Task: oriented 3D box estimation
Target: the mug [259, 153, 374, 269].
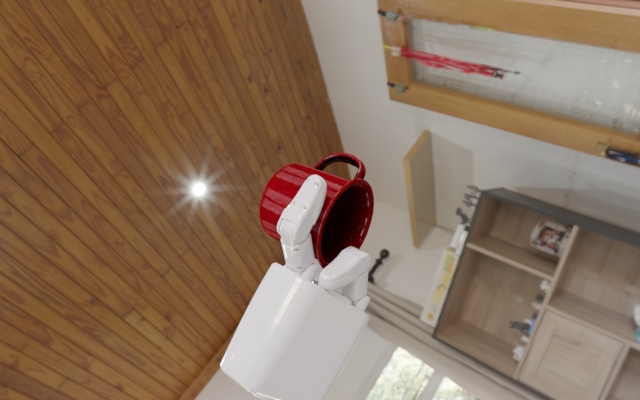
[{"bbox_3d":[0.001,0.000,0.476,0.081,0.117,0.093,22,-15,32],"label":"mug"}]
